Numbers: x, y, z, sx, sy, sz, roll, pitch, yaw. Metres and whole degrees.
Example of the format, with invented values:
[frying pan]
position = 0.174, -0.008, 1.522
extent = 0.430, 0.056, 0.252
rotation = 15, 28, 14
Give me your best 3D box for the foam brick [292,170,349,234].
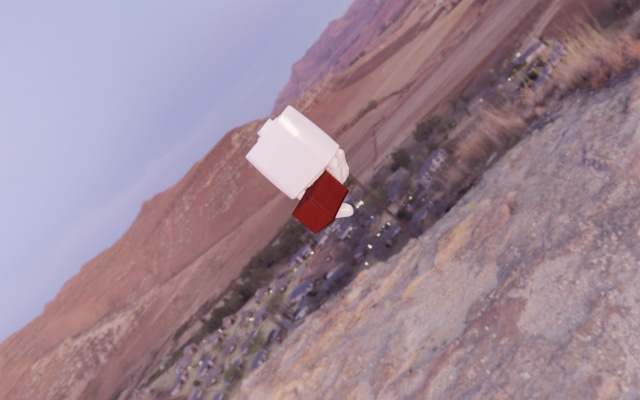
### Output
[foam brick]
position = 0.000, 0.003, 0.750
extent = 0.053, 0.051, 0.078
rotation = -39, 15, 41
